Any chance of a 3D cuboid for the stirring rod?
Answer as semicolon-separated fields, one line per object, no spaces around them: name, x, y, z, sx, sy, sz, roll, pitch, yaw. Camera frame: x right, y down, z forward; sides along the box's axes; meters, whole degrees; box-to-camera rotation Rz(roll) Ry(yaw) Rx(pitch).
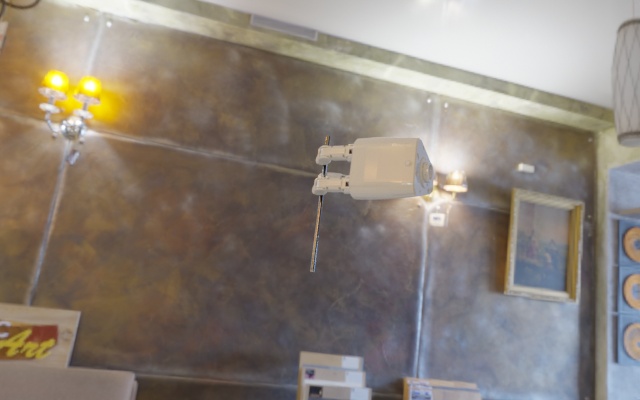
stirring rod;0.000;0.003;0.825;0.011;0.239;0.011;7;-12;1
